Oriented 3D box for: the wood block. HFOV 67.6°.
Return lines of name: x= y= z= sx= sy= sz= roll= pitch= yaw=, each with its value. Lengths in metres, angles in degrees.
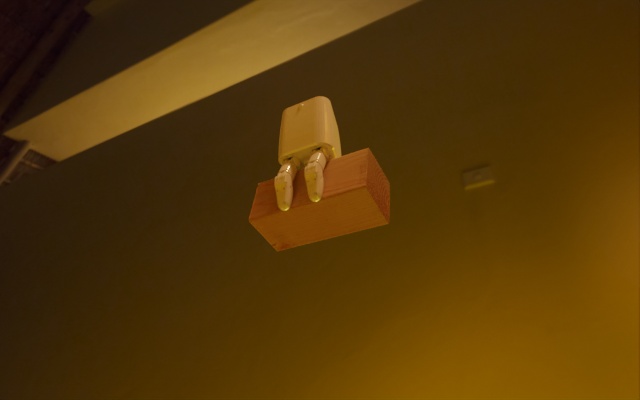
wood block: x=0.000 y=0.002 z=0.776 sx=0.206 sy=0.090 sz=0.091 roll=-16 pitch=-47 yaw=25
